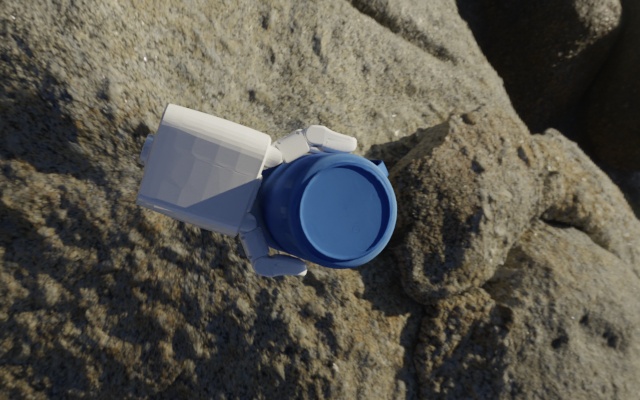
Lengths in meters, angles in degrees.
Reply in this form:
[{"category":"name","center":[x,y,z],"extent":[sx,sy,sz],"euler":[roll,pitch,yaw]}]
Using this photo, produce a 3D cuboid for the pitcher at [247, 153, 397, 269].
[{"category":"pitcher","center":[0.000,0.002,0.548],"extent":[0.145,0.149,0.243],"euler":[19,-4,-15]}]
